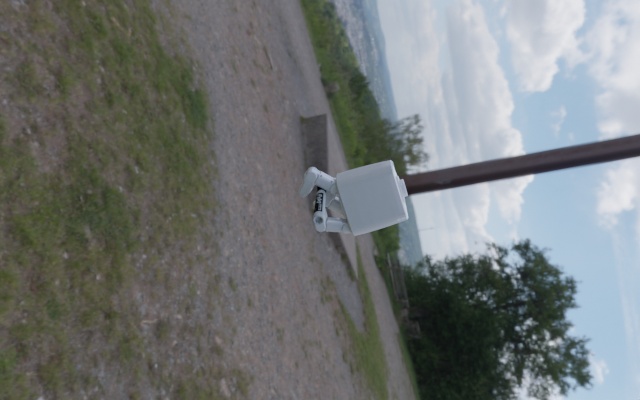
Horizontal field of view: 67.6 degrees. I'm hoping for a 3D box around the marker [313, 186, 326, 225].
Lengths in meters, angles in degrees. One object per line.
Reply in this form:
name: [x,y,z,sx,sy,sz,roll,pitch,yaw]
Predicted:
marker: [0.000,0.003,0.844,0.020,0.020,0.121,0,30,4]
